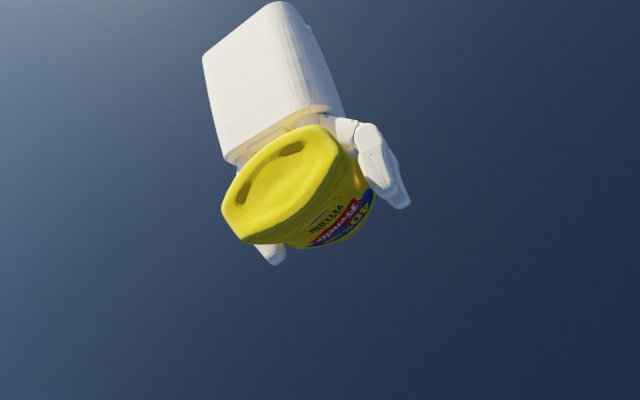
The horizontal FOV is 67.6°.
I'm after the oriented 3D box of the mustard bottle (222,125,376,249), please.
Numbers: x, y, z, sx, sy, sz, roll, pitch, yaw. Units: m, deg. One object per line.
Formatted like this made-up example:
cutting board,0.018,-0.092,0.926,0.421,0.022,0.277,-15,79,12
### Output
mustard bottle,0.000,0.002,0.410,0.096,0.058,0.192,-43,-18,8
